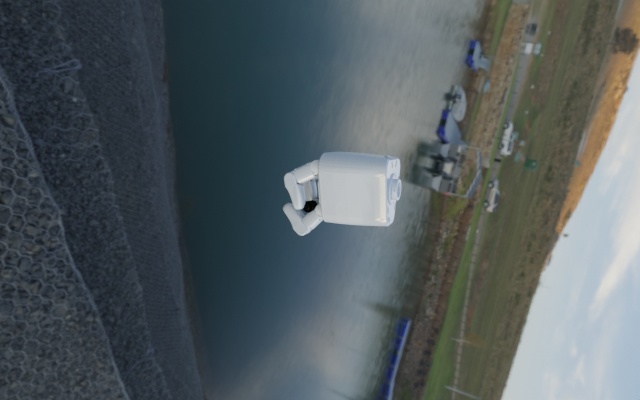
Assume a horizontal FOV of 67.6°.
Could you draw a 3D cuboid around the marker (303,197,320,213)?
[{"bbox_3d":[0.000,0.003,0.805,0.020,0.020,0.121,0,8,22],"label":"marker"}]
